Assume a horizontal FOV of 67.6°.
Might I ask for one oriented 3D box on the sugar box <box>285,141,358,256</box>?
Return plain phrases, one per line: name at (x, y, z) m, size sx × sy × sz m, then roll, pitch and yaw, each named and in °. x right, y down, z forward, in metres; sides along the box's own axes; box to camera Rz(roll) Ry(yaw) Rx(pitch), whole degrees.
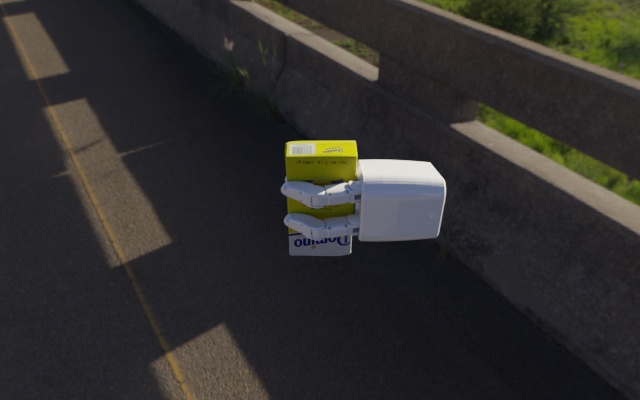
sugar box at (0.000, 0.002, 0.661) m, size 0.093 × 0.176 × 0.048 m, roll 0°, pitch 36°, yaw 0°
